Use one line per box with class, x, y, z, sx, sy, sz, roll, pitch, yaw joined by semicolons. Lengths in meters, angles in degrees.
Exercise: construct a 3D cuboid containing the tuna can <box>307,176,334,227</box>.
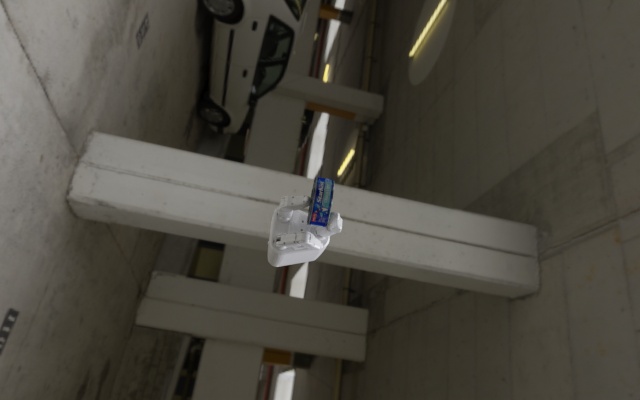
tuna can;0.001;0.003;0.827;0.034;0.086;0.086;10;-1;-4
